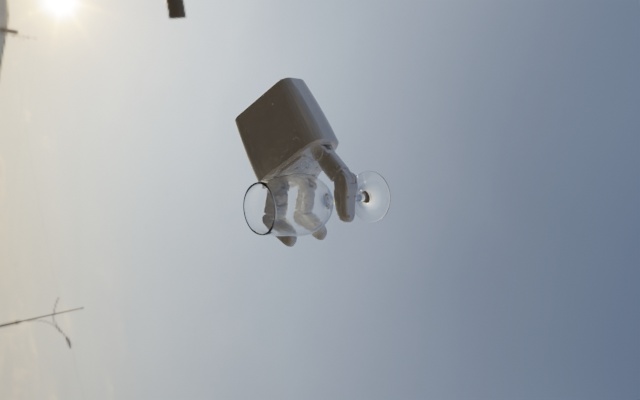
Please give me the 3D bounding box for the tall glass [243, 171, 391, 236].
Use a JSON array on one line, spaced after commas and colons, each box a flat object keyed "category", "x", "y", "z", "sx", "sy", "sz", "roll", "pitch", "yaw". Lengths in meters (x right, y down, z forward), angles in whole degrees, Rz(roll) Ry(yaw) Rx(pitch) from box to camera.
[{"category": "tall glass", "x": 0.001, "y": 0.002, "z": 0.615, "sx": 0.201, "sy": 0.079, "sz": 0.079, "roll": -7, "pitch": 5, "yaw": -44}]
